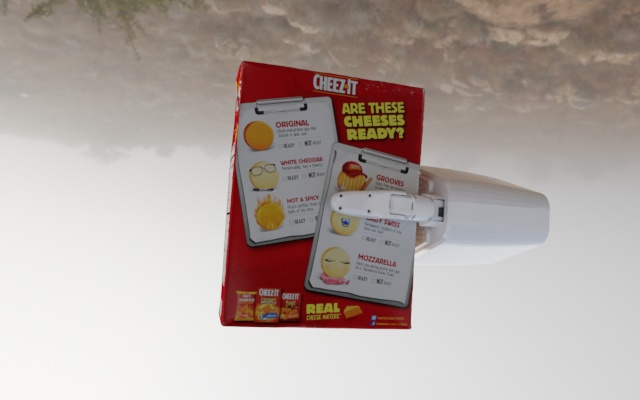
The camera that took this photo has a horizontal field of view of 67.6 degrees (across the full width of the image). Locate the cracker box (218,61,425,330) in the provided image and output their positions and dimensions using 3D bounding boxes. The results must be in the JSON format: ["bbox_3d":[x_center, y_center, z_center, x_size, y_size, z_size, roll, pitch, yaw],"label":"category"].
[{"bbox_3d":[0.000,0.002,0.425,0.164,0.213,0.072,5,-4,-15],"label":"cracker box"}]
